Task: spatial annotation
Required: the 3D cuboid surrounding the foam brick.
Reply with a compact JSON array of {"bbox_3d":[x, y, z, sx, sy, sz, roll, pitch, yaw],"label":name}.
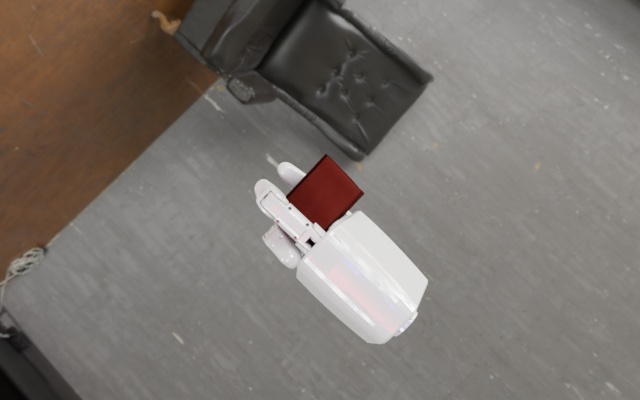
[{"bbox_3d":[0.000,0.001,0.481,0.051,0.078,0.053,44,3,9],"label":"foam brick"}]
